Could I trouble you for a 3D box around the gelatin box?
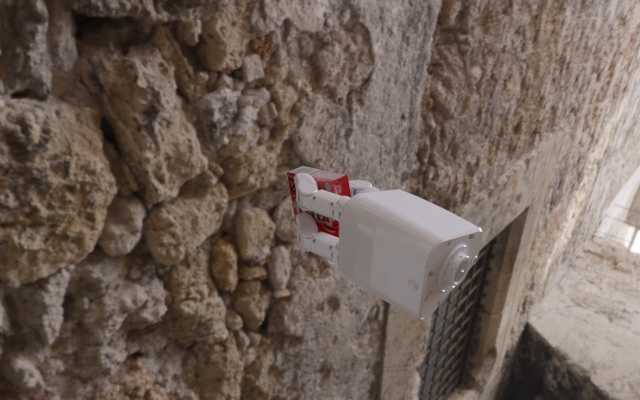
[{"bbox_3d":[0.000,0.002,0.576,0.030,0.073,0.089,-23,25,-34],"label":"gelatin box"}]
